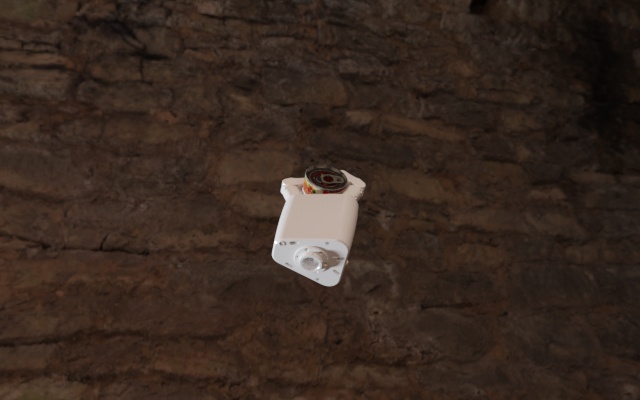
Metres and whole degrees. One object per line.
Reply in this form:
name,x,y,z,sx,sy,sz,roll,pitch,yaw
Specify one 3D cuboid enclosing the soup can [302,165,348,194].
soup can,0.000,0.002,0.777,0.068,0.102,0.068,9,37,-7
